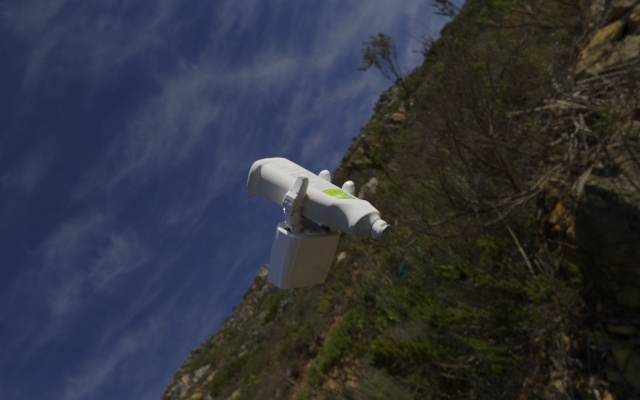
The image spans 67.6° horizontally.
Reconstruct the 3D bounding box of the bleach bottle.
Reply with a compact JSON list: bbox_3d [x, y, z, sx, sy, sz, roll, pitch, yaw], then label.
[{"bbox_3d":[0.000,0.003,0.798,0.250,0.068,0.102,27,24,30],"label":"bleach bottle"}]
